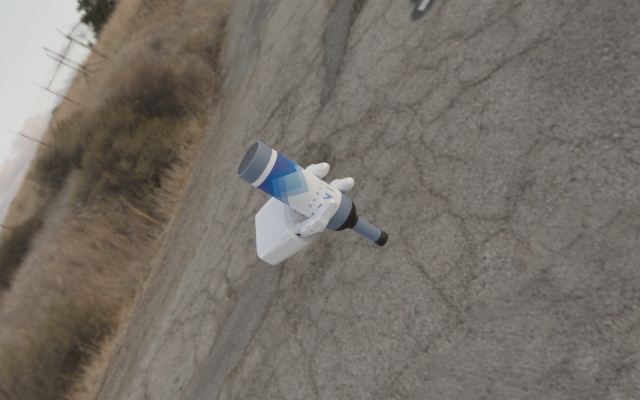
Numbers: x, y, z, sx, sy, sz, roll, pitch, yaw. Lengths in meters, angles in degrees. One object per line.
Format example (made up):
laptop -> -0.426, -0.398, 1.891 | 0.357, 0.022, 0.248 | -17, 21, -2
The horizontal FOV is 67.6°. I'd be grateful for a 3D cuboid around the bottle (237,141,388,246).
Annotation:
bottle -> 0.000, 0.003, 0.820 | 0.296, 0.069, 0.069 | 31, -13, -23
